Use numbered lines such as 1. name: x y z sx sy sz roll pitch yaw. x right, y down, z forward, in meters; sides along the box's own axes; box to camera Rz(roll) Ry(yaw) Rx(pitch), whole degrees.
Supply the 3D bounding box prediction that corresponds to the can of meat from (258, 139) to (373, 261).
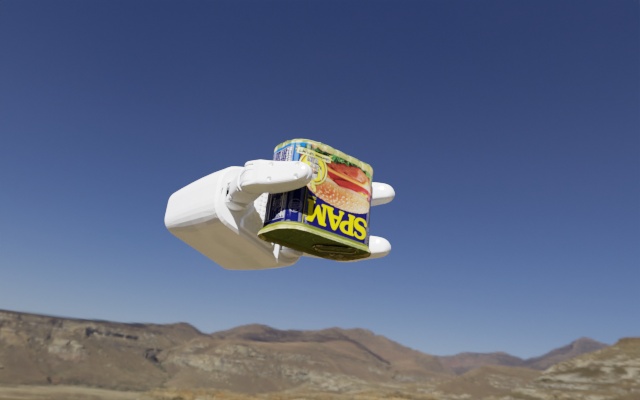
1. can of meat: 0.000 0.001 0.430 0.102 0.084 0.057 21 -25 -35
